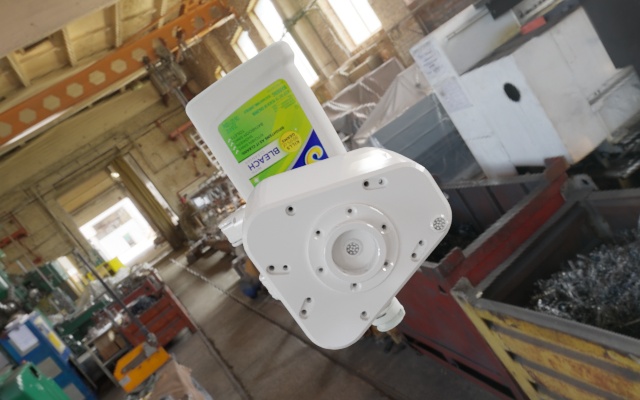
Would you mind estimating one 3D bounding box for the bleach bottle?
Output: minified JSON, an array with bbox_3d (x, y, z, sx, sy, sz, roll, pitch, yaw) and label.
[{"bbox_3d":[0.000,0.001,0.406,0.102,0.251,0.068,-34,10,2],"label":"bleach bottle"}]
